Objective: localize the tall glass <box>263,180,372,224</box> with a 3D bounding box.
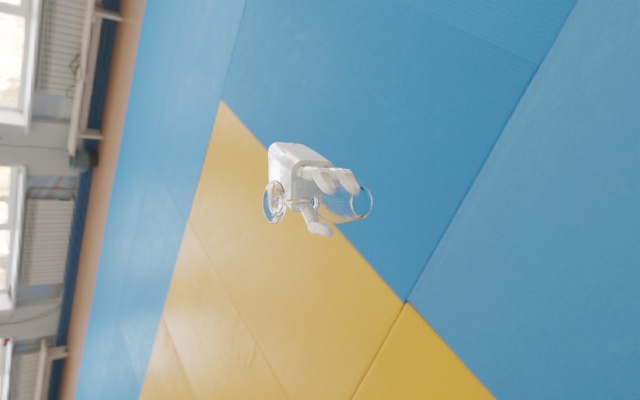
[{"bbox_3d":[0.000,0.003,0.865,0.201,0.079,0.079,1,0,-37],"label":"tall glass"}]
